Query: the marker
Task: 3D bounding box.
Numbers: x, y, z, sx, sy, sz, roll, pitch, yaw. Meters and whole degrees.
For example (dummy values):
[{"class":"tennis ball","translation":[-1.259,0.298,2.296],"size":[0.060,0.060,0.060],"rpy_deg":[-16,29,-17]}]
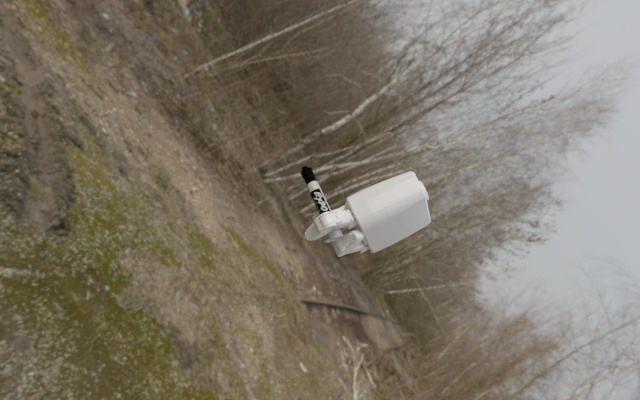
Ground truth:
[{"class":"marker","translation":[0.000,0.002,0.705],"size":[0.020,0.121,0.020],"rpy_deg":[-23,-16,-7]}]
